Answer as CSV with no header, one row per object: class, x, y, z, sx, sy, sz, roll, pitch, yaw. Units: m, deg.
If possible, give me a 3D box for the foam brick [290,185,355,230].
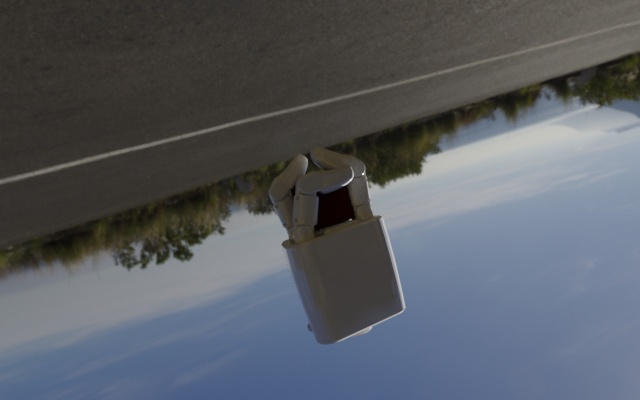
foam brick,0.000,0.002,0.535,0.053,0.051,0.078,-17,1,-8
